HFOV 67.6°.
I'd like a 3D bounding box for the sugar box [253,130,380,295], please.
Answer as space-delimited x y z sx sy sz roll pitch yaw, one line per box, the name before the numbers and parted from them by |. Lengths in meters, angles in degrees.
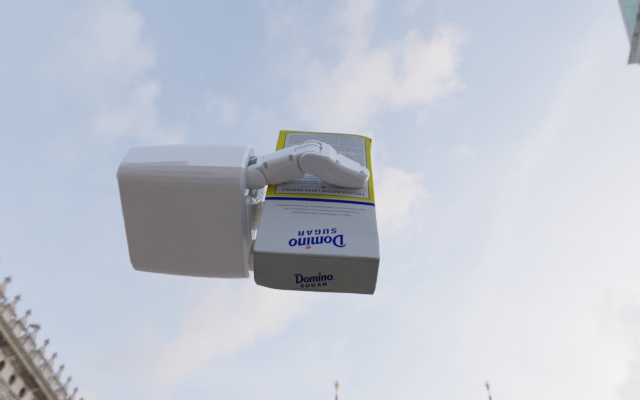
sugar box | 0.000 0.002 0.415 0.093 0.048 0.176 4 40 1
